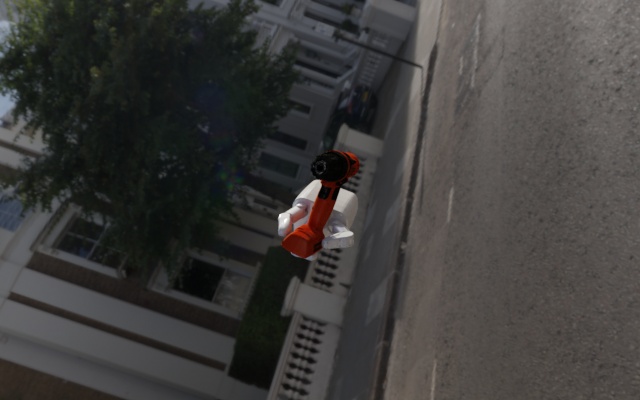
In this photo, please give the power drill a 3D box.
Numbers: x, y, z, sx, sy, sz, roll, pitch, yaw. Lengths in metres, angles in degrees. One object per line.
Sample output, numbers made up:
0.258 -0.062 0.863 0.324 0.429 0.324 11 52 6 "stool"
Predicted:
0.000 0.003 0.814 0.057 0.188 0.184 29 14 15 "power drill"
